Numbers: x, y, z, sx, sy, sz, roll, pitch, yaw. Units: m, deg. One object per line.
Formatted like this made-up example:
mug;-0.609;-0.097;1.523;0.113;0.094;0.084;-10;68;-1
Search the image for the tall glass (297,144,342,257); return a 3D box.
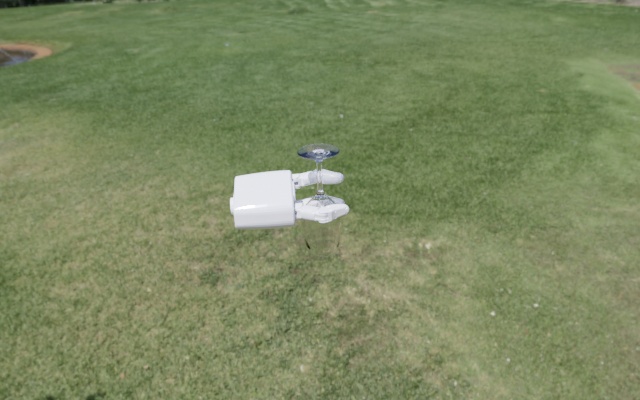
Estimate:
tall glass;0.000;0.002;0.876;0.079;0.201;0.079;-2;26;1
